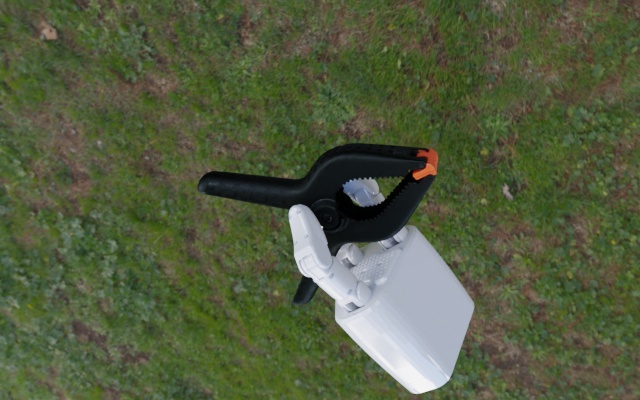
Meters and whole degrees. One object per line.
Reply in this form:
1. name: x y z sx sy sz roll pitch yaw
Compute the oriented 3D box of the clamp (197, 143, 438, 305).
1. clamp: 0.000 0.002 0.418 0.210 0.164 0.036 -33 19 31
